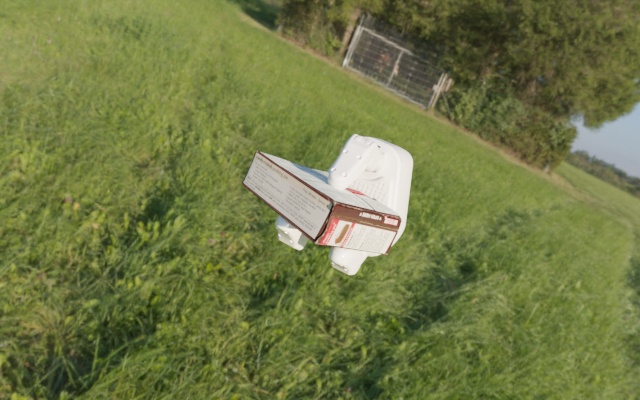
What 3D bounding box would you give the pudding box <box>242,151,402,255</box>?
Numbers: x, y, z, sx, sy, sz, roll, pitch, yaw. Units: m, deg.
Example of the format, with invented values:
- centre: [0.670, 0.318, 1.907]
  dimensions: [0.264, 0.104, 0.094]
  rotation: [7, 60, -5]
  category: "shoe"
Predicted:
- centre: [0.000, 0.001, 0.407]
  dimensions: [0.090, 0.039, 0.113]
  rotation: [13, 14, -45]
  category: "pudding box"
